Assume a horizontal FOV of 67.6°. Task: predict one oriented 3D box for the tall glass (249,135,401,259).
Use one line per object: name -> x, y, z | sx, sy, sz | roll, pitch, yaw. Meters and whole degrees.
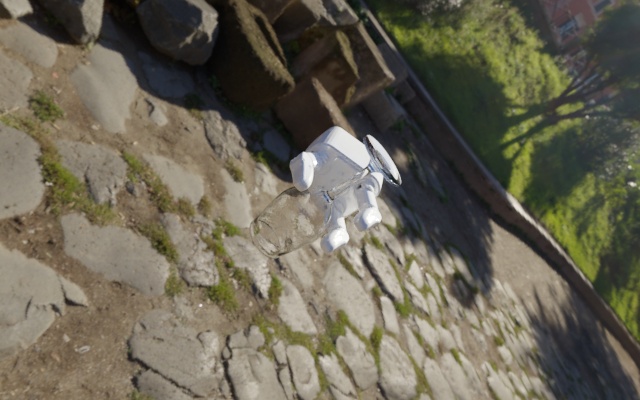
tall glass -> 0.001, 0.002, 0.616 | 0.201, 0.079, 0.079 | -34, -15, 23
